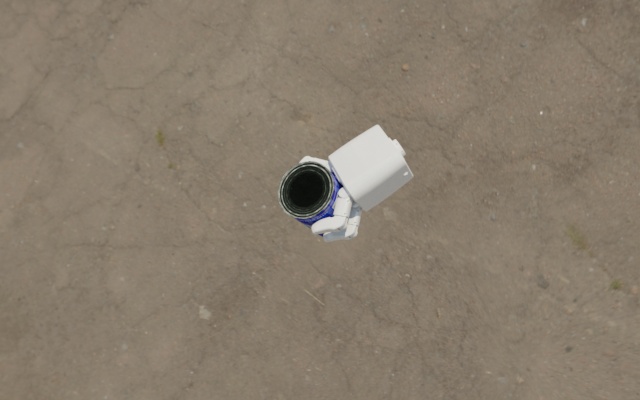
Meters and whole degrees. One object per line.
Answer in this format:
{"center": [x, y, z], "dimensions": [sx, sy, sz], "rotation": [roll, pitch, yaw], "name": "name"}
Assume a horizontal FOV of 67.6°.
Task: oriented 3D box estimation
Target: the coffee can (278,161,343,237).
{"center": [0.000, 0.003, 0.856], "dimensions": [0.103, 0.102, 0.140], "rotation": [0, -18, 23], "name": "coffee can"}
